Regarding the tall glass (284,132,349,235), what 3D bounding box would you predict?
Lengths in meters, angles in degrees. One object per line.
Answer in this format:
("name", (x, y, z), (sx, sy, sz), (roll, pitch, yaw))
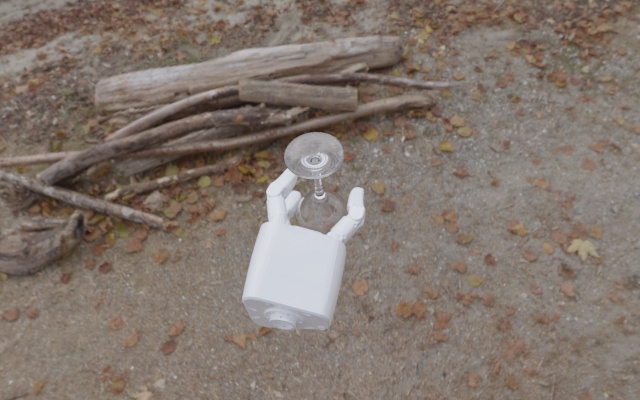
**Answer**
("tall glass", (0.000, 0.002, 0.663), (0.079, 0.079, 0.201), (0, -36, 6))
